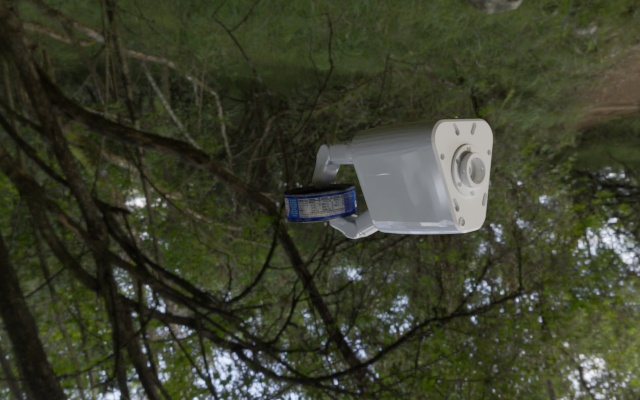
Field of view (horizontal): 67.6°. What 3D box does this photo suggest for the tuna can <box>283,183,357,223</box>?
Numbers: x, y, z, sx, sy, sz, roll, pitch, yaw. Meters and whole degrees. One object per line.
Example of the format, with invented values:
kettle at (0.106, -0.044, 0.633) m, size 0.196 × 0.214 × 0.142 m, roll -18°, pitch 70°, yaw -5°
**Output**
tuna can at (0.000, 0.002, 0.569) m, size 0.086 × 0.034 × 0.086 m, roll -6°, pitch 8°, yaw 1°
